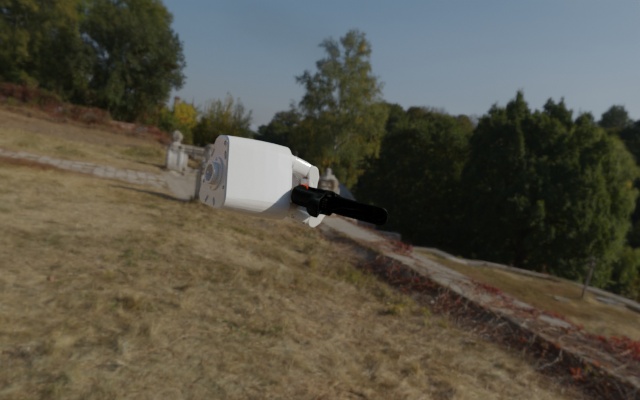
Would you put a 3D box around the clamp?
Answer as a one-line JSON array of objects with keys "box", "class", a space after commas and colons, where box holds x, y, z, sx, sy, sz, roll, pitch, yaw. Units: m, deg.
[{"box": [0.000, 0.002, 0.679, 0.120, 0.039, 0.171, 14, 1, -37], "class": "clamp"}]
